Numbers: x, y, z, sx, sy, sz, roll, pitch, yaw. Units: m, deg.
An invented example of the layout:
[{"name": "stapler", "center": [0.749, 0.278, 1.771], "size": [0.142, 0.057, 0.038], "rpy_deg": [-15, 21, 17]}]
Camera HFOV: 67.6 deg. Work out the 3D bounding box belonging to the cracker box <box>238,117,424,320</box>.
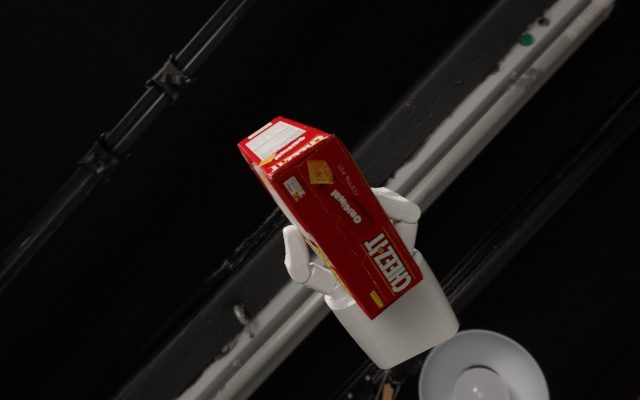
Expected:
[{"name": "cracker box", "center": [0.000, 0.002, 0.497], "size": [0.072, 0.164, 0.213], "rpy_deg": [-37, 21, -6]}]
